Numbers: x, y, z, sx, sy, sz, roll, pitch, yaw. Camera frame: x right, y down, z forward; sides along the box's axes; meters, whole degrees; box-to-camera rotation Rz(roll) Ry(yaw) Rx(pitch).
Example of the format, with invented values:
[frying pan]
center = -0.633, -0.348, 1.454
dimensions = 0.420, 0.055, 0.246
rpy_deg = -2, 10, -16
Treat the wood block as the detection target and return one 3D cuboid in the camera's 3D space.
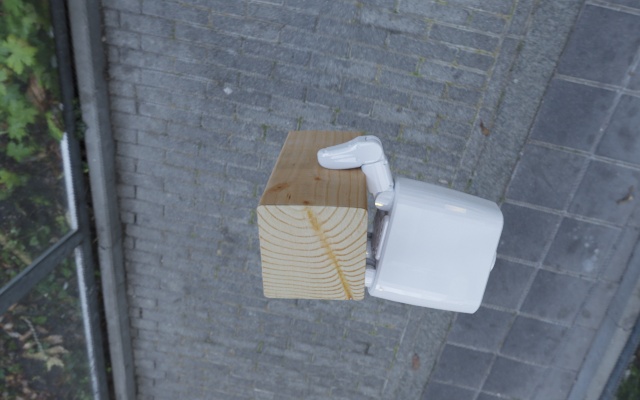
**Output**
[wood block]
center = 0.000, 0.001, 0.485
dimensions = 0.090, 0.091, 0.206
rpy_deg = 1, 25, 3
